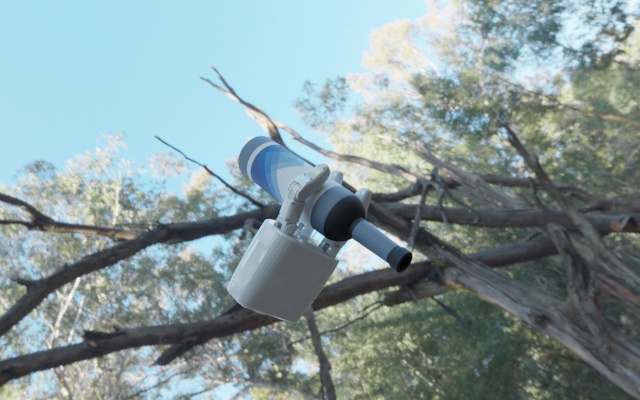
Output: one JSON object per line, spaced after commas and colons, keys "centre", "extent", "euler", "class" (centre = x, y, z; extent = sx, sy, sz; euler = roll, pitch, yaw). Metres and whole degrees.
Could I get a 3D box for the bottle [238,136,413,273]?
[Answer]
{"centre": [0.000, 0.002, 0.627], "extent": [0.069, 0.069, 0.295], "euler": [0, 28, -47], "class": "bottle"}
